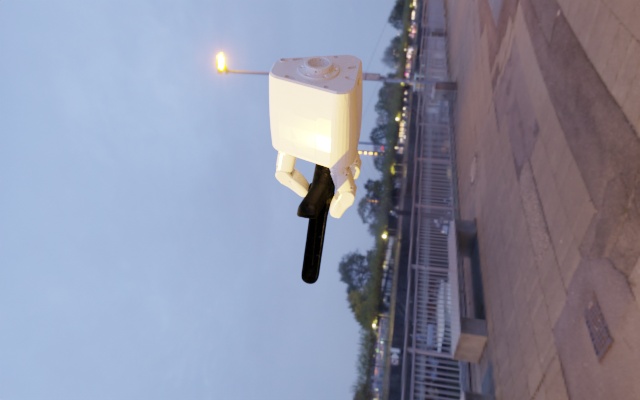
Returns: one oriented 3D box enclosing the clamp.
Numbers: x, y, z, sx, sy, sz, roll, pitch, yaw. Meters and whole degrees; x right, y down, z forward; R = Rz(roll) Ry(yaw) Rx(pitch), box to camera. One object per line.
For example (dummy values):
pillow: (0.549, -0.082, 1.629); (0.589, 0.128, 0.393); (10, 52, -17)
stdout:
clamp: (-0.001, 0.002, 0.678); (0.036, 0.165, 0.209); (9, 44, 6)
